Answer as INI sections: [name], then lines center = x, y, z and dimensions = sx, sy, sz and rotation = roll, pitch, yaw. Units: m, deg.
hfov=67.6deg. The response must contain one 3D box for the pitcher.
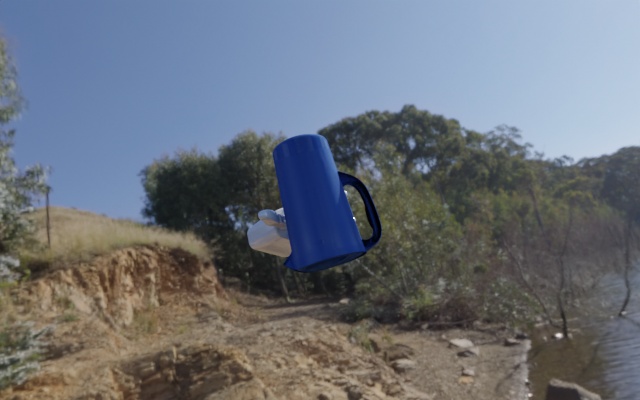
[pitcher]
center = 0.000, 0.003, 0.883
dimensions = 0.149, 0.242, 0.145
rotation = -2, -19, -43
